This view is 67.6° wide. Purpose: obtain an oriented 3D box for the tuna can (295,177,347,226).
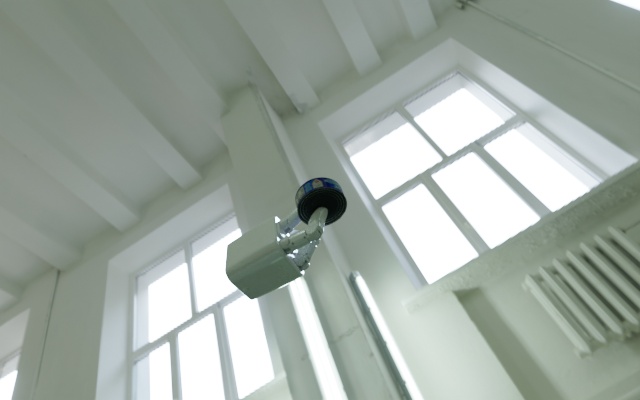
[{"bbox_3d":[0.000,0.002,0.818,0.086,0.086,0.033,0,39,-15],"label":"tuna can"}]
